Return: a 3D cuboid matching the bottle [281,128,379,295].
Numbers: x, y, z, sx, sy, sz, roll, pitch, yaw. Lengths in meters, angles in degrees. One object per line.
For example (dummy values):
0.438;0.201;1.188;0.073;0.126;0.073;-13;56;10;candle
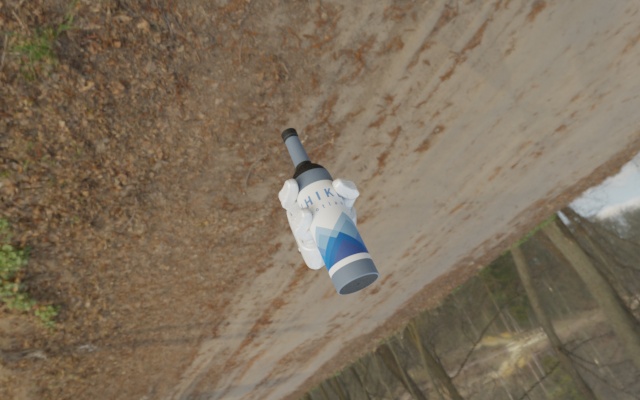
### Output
0.000;0.003;0.757;0.069;0.295;0.069;-20;-27;-11;bottle
